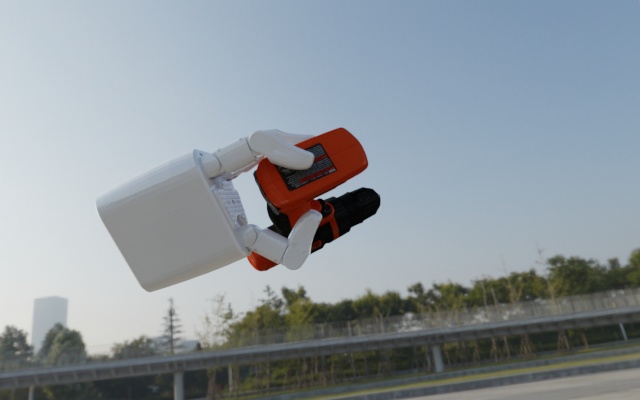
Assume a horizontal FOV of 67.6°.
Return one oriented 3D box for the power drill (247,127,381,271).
[{"bbox_3d":[0.000,0.002,0.529,0.184,0.057,0.188,-27,-23,-17],"label":"power drill"}]
